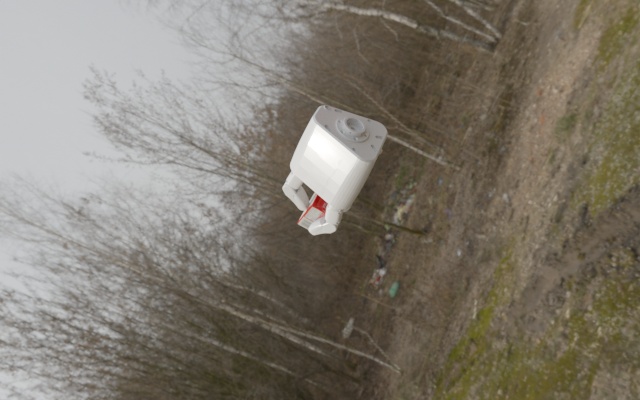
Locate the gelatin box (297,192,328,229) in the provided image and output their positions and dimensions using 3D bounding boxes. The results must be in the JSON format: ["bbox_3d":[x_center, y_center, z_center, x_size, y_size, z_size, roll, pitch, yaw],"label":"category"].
[{"bbox_3d":[0.000,0.003,0.799,0.030,0.073,0.089,31,-29,-5],"label":"gelatin box"}]
